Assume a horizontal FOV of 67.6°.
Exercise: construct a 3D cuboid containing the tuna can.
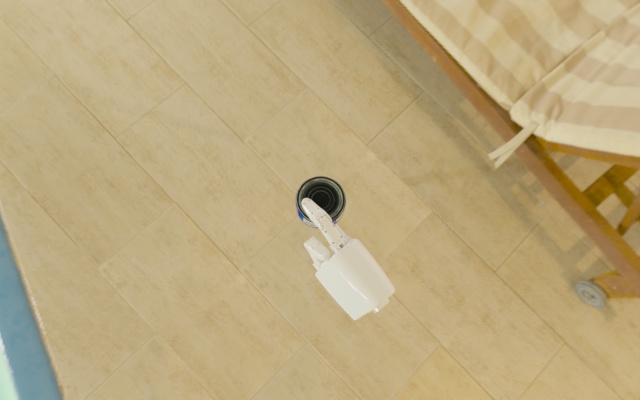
[{"bbox_3d":[0.000,0.002,0.807,0.086,0.086,0.034,0,-17,-2],"label":"tuna can"}]
